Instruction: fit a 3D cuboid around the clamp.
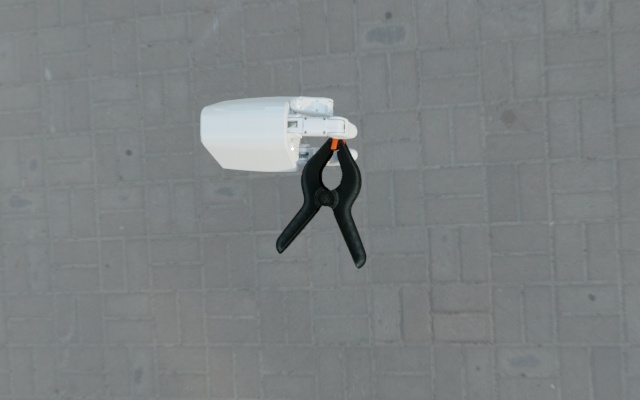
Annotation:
[{"bbox_3d":[0.000,0.002,0.621,0.120,0.171,0.039,0,1,5],"label":"clamp"}]
